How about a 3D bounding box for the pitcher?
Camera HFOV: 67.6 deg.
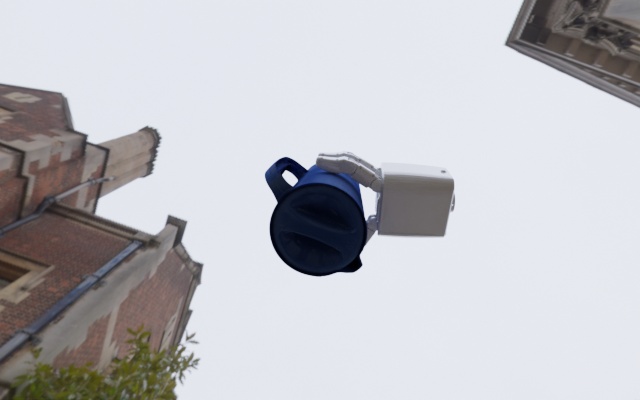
[{"bbox_3d":[0.000,0.003,0.747,0.145,0.149,0.242,2,16,4],"label":"pitcher"}]
